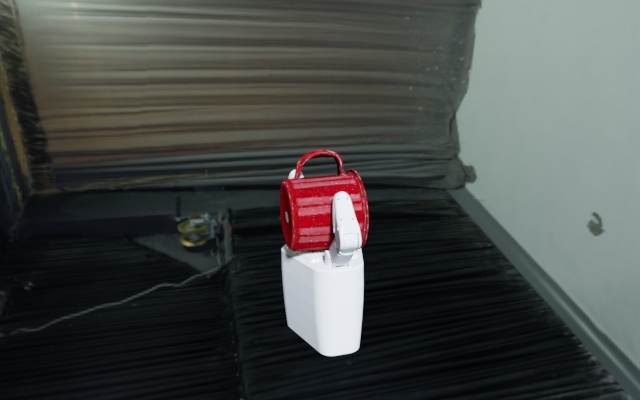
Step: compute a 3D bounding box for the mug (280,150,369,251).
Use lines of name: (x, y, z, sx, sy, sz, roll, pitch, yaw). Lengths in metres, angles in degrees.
mug: (0.000, 0.000, 0.537, 0.081, 0.117, 0.093, -5, 13, -14)
